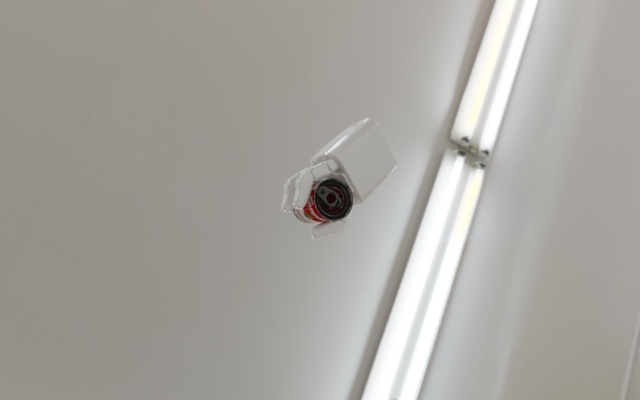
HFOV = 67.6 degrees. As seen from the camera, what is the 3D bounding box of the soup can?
[{"bbox_3d":[0.000,0.003,0.788,0.068,0.068,0.102,0,-5,-25],"label":"soup can"}]
